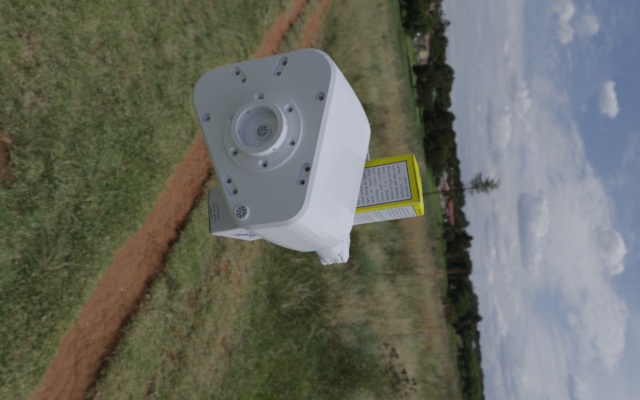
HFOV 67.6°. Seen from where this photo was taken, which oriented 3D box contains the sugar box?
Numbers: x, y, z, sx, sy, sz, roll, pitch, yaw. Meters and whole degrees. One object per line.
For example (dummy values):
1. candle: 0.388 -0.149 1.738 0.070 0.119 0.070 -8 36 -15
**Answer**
1. sugar box: 0.000 0.001 0.423 0.176 0.048 0.093 -7 -10 13
